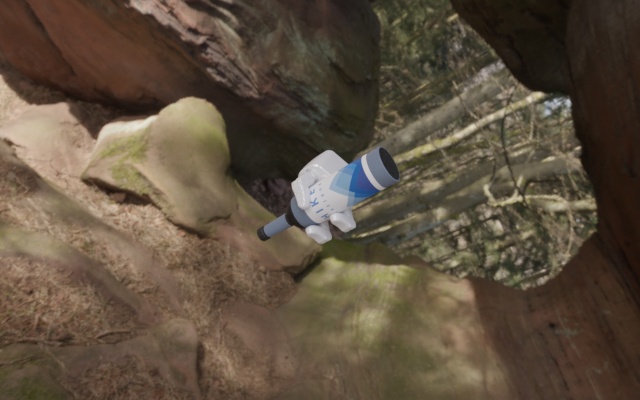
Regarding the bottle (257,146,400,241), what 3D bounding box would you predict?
[{"bbox_3d":[0.000,0.003,0.862,0.296,0.069,0.069,-29,-14,27],"label":"bottle"}]
